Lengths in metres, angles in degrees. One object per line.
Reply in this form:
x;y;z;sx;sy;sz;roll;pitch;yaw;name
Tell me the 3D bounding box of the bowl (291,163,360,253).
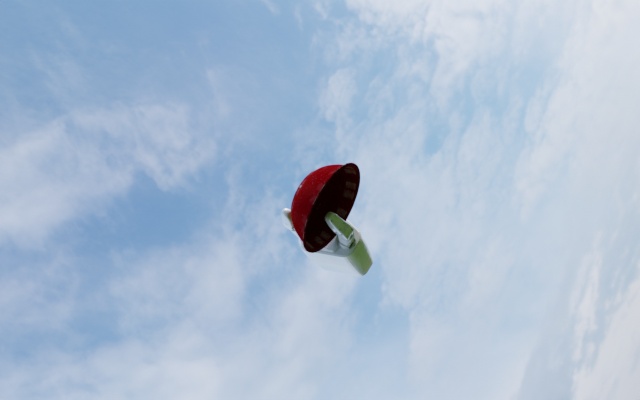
0.000;0.002;0.781;0.055;0.162;0.162;28;12;23;bowl
